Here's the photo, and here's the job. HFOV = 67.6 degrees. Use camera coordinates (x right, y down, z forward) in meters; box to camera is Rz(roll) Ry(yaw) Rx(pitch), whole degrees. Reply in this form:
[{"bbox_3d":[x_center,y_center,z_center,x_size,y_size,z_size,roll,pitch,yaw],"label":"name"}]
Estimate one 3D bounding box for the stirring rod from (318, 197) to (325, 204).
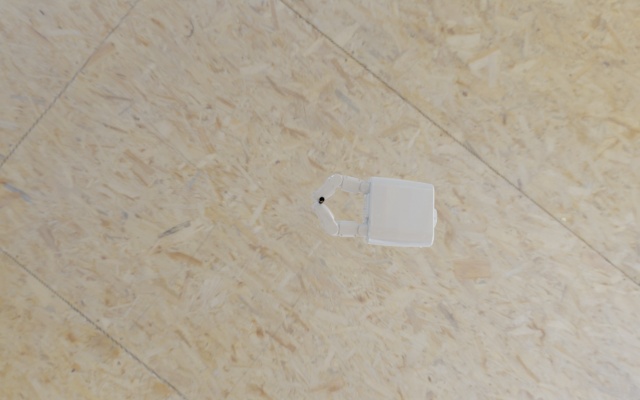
[{"bbox_3d":[0.000,0.003,0.793,0.011,0.011,0.239,0,-2,-1],"label":"stirring rod"}]
